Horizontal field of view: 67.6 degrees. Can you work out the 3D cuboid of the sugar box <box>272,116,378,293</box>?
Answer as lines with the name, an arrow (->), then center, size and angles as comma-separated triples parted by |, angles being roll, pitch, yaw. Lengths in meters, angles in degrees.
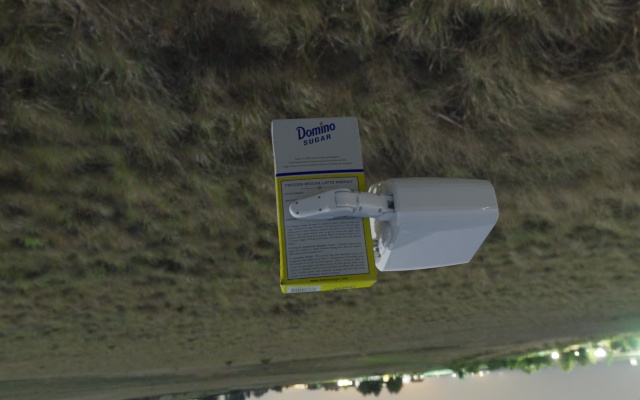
sugar box -> 0.000, 0.002, 0.492 | 0.093, 0.176, 0.048 | -3, -21, -6
